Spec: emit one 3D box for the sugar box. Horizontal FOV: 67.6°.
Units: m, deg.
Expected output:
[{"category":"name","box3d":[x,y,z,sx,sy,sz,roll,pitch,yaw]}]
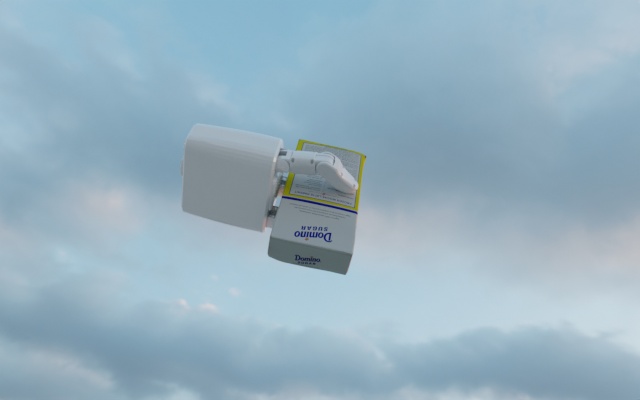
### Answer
[{"category":"sugar box","box3d":[0.000,0.002,0.578,0.093,0.176,0.048,13,-43,0]}]
